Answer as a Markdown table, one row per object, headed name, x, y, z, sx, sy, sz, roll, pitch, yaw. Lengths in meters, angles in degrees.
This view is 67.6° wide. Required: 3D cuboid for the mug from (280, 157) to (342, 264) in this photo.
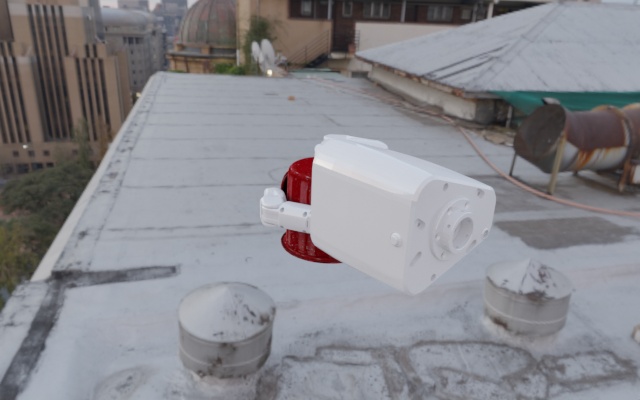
| name | x | y | z | sx | sy | sz | roll | pitch | yaw |
| --- | --- | --- | --- | --- | --- | --- | --- | --- | --- |
| mug | -0.001 | 0.001 | 0.482 | 0.093 | 0.081 | 0.117 | -15 | 27 | -38 |
